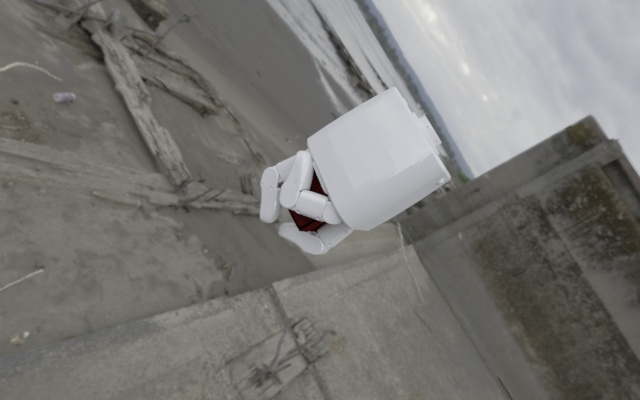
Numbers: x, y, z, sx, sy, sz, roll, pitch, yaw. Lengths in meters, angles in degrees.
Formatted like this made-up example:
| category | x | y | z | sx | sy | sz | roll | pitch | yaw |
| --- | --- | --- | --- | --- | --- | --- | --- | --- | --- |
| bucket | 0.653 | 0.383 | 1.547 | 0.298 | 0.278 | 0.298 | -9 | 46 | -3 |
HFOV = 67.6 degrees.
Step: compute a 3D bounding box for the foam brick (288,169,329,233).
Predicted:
| category | x | y | z | sx | sy | sz | roll | pitch | yaw |
| --- | --- | --- | --- | --- | --- | --- | --- | --- | --- |
| foam brick | 0.000 | 0.002 | 0.535 | 0.051 | 0.053 | 0.078 | -32 | -15 | 15 |
